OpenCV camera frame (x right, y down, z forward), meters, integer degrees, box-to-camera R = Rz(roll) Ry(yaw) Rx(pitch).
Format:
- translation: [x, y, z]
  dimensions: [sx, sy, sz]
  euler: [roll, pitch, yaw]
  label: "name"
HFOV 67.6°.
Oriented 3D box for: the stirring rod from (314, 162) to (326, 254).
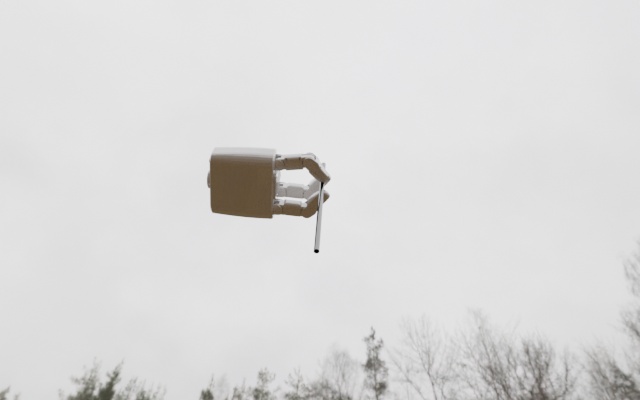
- translation: [0.000, 0.002, 0.752]
  dimensions: [0.011, 0.011, 0.239]
  euler: [0, 34, 3]
  label: "stirring rod"
